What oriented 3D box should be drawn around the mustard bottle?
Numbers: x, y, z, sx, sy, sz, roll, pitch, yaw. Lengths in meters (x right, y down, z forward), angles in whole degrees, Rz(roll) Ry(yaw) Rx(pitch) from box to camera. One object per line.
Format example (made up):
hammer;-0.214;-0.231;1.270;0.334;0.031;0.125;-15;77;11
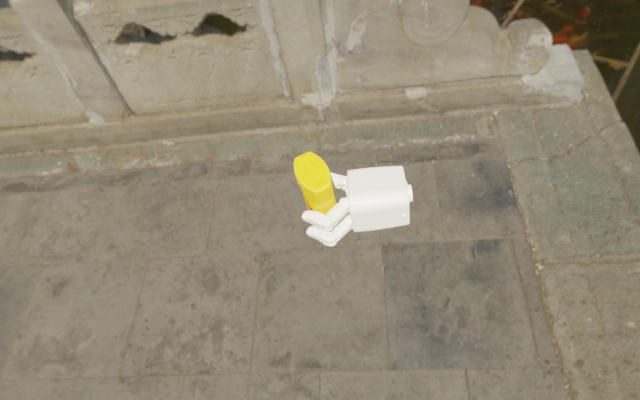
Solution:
mustard bottle;0.000;0.003;0.897;0.058;0.096;0.192;-27;-36;-8
